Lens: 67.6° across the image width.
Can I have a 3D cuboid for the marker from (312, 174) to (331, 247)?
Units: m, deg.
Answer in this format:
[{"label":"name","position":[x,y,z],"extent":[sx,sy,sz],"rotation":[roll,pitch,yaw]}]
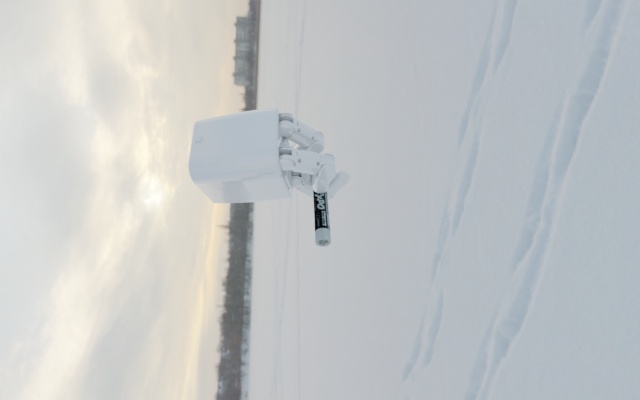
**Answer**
[{"label":"marker","position":[0.000,0.002,0.601],"extent":[0.020,0.121,0.020],"rotation":[-2,-36,-2]}]
